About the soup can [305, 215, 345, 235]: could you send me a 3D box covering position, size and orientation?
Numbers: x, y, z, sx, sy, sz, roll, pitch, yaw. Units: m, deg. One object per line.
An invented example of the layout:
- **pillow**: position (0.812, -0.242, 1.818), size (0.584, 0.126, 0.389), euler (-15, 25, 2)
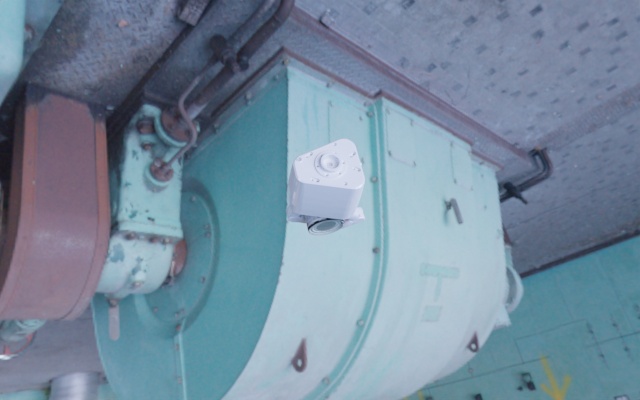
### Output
- **soup can**: position (0.000, 0.003, 0.854), size (0.068, 0.102, 0.068), euler (-11, -25, -5)
